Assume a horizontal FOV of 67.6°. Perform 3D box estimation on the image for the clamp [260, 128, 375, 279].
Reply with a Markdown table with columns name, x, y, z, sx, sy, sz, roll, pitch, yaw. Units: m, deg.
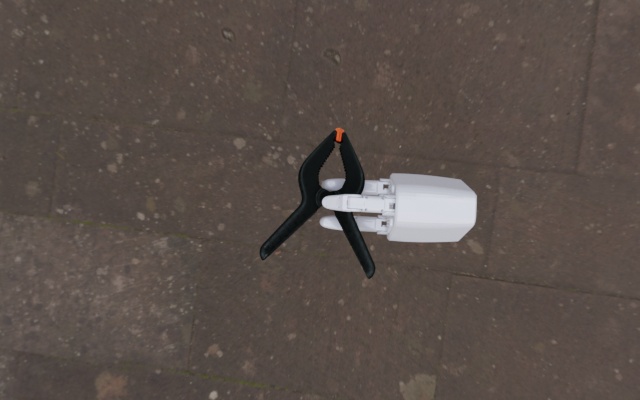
| name | x | y | z | sx | sy | sz | roll | pitch | yaw |
| --- | --- | --- | --- | --- | --- | --- | --- | --- | --- |
| clamp | 0.000 | 0.002 | 0.677 | 0.164 | 0.210 | 0.036 | 3 | -2 | -1 |
